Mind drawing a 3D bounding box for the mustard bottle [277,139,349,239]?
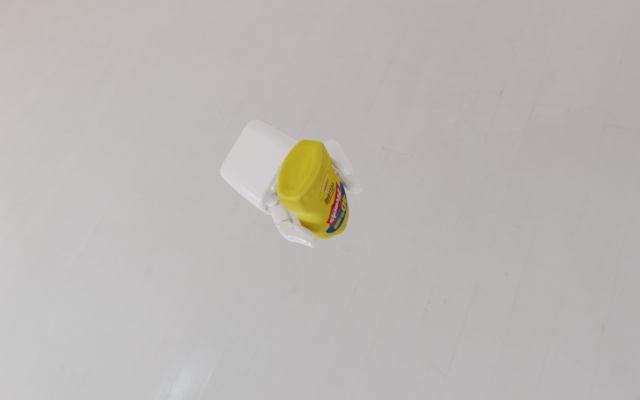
[{"bbox_3d":[0.000,0.002,0.694,0.058,0.096,0.192,9,-25,23],"label":"mustard bottle"}]
